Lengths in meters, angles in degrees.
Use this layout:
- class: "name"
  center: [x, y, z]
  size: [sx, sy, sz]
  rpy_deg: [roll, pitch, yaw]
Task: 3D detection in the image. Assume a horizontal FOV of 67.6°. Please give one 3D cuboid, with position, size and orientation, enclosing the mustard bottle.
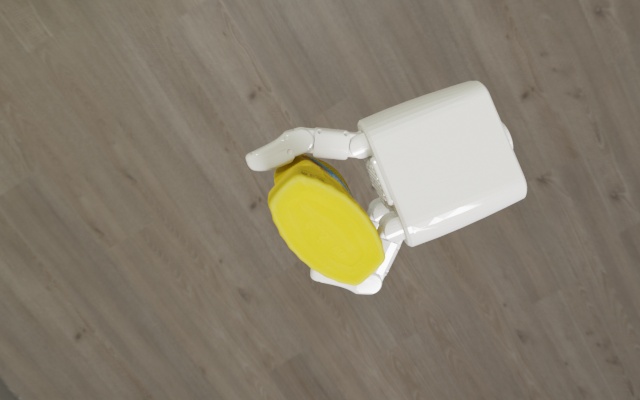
- class: "mustard bottle"
  center: [0.000, 0.002, 0.428]
  size: [0.096, 0.058, 0.191]
  rpy_deg: [42, 7, -12]
